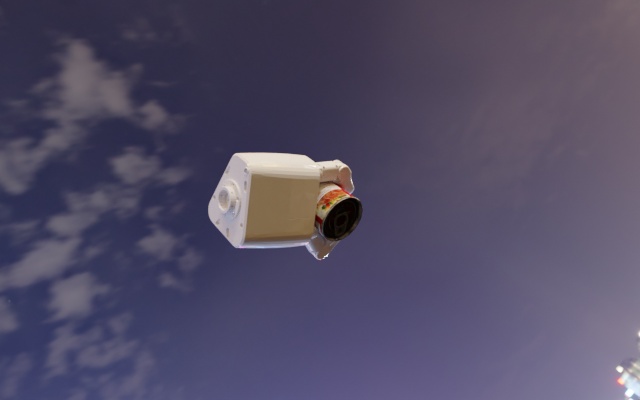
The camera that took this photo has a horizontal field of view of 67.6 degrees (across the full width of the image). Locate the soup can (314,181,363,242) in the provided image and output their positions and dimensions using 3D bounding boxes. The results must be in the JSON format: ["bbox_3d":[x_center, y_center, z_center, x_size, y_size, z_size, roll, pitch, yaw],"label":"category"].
[{"bbox_3d":[0.000,0.002,0.665,0.068,0.068,0.102,0,28,-42],"label":"soup can"}]
